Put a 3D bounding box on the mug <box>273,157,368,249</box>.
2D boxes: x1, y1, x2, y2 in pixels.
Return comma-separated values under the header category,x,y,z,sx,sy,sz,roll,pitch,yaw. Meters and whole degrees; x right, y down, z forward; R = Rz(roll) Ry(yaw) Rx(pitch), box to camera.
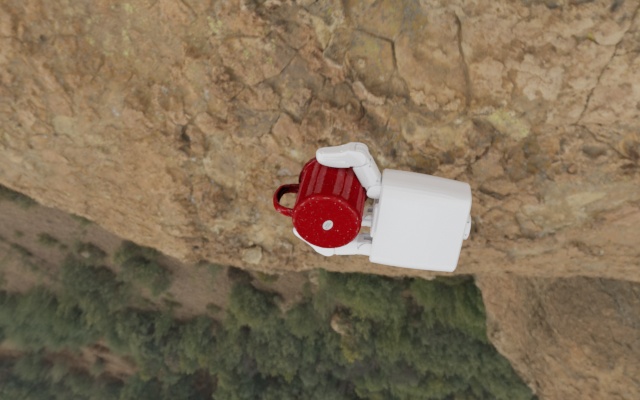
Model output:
category,x,y,z,sx,sy,sz,roll,pitch,yaw
mug,-0.001,0.002,0.578,0.117,0.093,0.081,7,38,5
